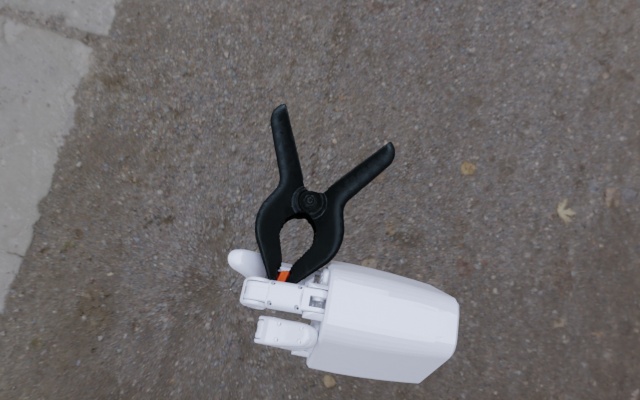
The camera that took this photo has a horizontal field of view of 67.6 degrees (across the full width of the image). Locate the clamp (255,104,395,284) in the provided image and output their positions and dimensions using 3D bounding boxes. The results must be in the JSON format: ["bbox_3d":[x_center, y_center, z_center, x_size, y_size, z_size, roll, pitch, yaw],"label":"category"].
[{"bbox_3d":[0.000,0.001,0.430,0.120,0.171,0.039,10,-12,3],"label":"clamp"}]
